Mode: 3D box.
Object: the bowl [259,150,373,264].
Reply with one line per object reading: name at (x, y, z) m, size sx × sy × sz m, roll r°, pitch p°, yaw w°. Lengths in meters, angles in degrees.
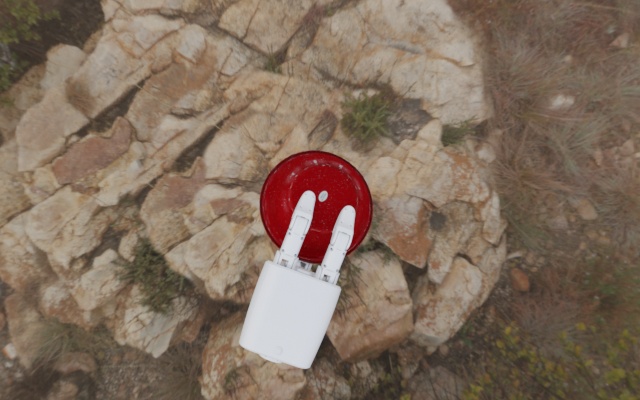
bowl at (0.000, 0.001, 0.643) m, size 0.162 × 0.162 × 0.055 m, roll 0°, pitch -12°, yaw -11°
